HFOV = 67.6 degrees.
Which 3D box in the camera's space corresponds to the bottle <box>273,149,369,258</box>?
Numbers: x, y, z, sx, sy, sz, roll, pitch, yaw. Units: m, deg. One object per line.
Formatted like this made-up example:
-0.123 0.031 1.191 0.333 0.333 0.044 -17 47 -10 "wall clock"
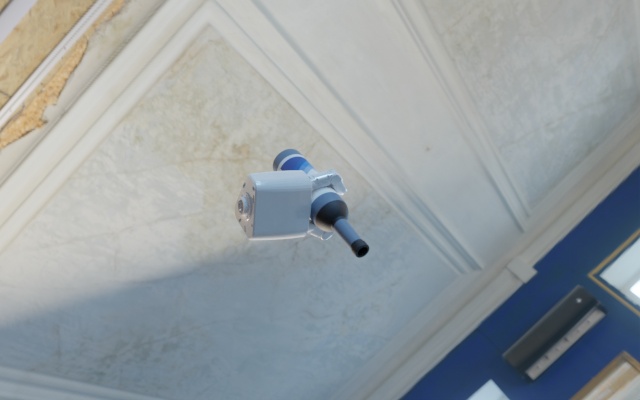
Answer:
0.000 0.003 0.873 0.069 0.069 0.295 0 33 -33 "bottle"
